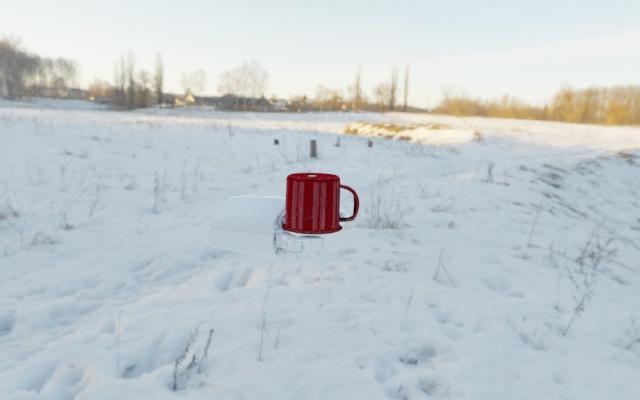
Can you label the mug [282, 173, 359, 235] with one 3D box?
[{"bbox_3d":[0.002,0.002,0.718,0.117,0.081,0.093,3,9,10],"label":"mug"}]
